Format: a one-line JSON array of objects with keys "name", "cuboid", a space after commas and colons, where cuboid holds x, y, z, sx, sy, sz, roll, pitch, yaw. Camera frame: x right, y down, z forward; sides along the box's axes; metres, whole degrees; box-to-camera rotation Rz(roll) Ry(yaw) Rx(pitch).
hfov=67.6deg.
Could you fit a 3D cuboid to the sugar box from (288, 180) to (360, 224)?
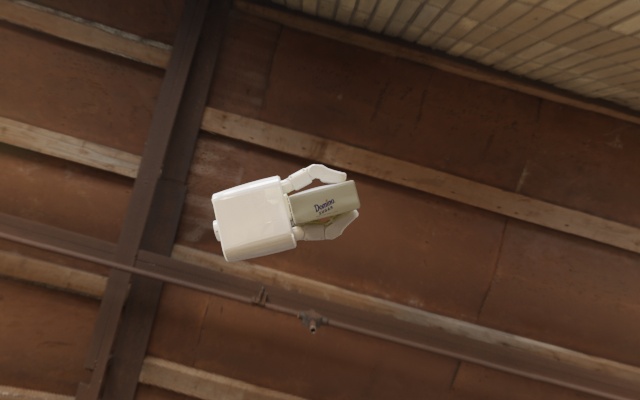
[{"name": "sugar box", "cuboid": [0.000, 0.003, 0.718, 0.093, 0.048, 0.176, -14, 4, -3]}]
